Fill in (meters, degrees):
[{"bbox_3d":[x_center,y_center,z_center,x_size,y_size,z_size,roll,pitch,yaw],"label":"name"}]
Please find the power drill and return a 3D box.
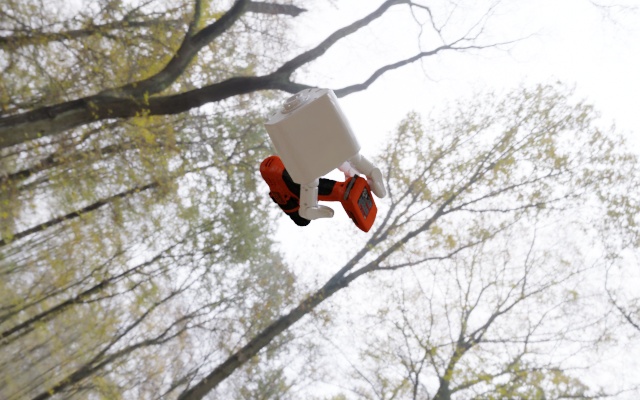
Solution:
[{"bbox_3d":[0.000,0.003,0.825,0.187,0.057,0.185,10,-29,29],"label":"power drill"}]
